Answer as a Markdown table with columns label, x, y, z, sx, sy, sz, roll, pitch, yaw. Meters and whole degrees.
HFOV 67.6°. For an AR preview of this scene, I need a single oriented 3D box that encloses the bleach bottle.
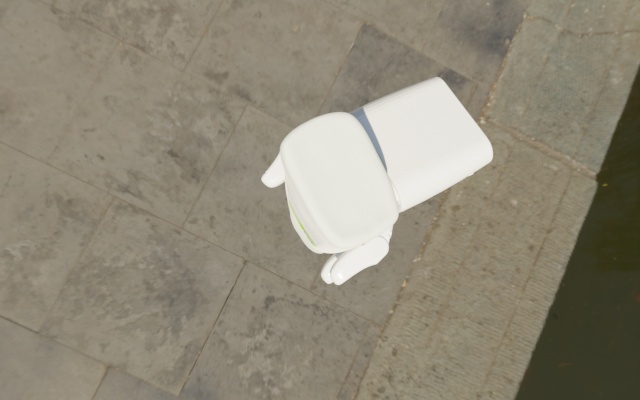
| label | x | y | z | sx | sy | sz | roll | pitch | yaw |
| --- | --- | --- | --- | --- | --- | --- | --- | --- | --- |
| bleach bottle | 0.000 | 0.002 | 0.465 | 0.068 | 0.102 | 0.251 | -26 | -3 | -10 |
